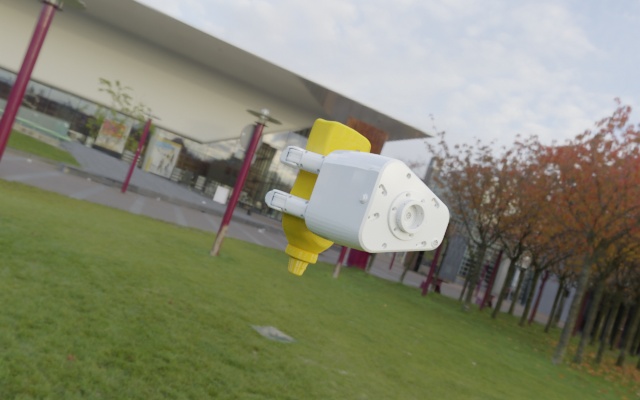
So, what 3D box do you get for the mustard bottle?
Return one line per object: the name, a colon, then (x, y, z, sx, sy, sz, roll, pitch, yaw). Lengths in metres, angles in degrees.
mustard bottle: (0.000, 0.002, 0.603, 0.058, 0.191, 0.096, 18, -3, 35)
